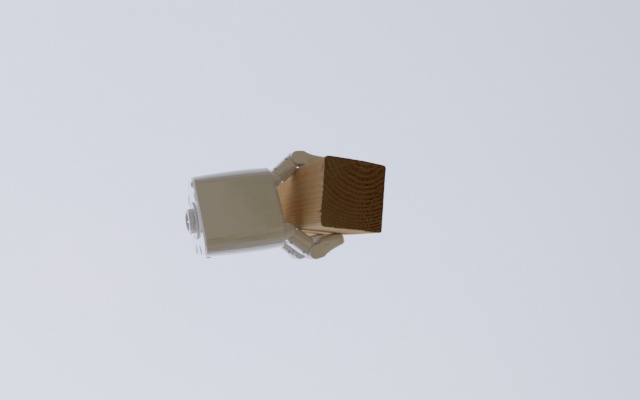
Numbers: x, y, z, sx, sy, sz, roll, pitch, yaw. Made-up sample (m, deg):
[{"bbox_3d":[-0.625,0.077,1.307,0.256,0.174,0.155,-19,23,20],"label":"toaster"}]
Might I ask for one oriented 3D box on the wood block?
[{"bbox_3d":[0.000,0.002,0.688,0.090,0.091,0.206,8,-8,-24],"label":"wood block"}]
